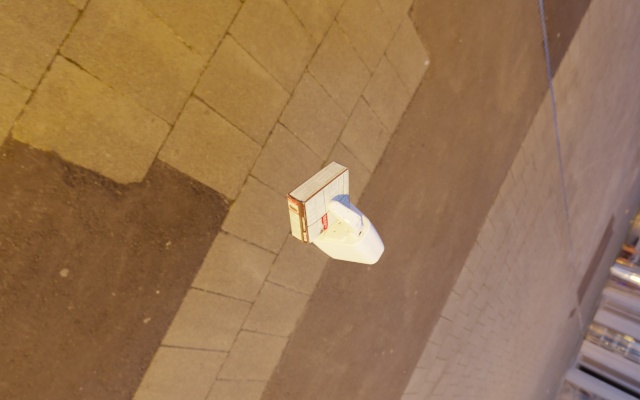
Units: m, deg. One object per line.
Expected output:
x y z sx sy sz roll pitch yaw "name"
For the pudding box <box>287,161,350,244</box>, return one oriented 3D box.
0.000 0.003 0.765 0.039 0.090 0.113 24 47 32 "pudding box"
